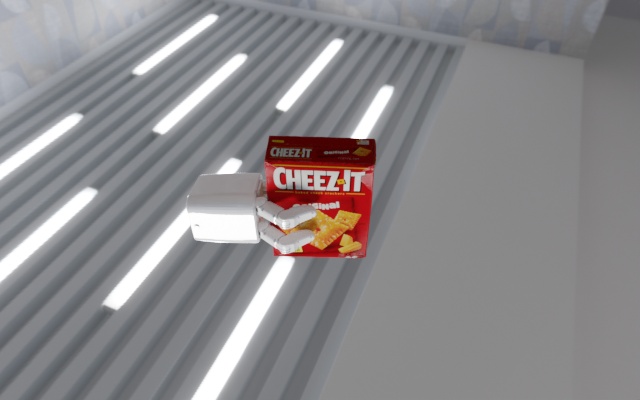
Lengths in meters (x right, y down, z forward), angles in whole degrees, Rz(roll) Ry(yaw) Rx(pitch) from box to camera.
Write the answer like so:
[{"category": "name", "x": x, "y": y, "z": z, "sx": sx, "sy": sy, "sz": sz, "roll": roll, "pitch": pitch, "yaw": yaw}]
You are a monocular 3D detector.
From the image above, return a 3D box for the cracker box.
[{"category": "cracker box", "x": 0.000, "y": 0.003, "z": 0.773, "sx": 0.164, "sy": 0.214, "sz": 0.072, "roll": 2, "pitch": 44, "yaw": 2}]
